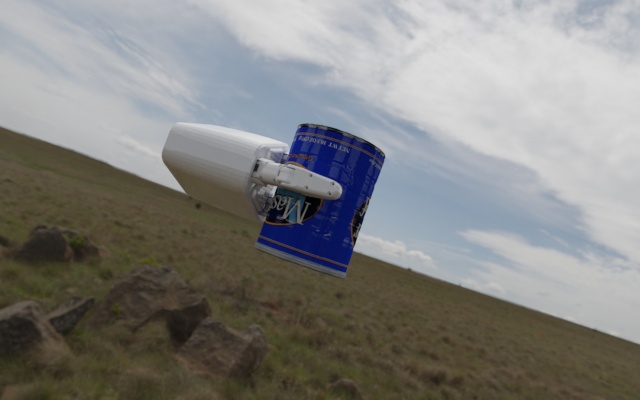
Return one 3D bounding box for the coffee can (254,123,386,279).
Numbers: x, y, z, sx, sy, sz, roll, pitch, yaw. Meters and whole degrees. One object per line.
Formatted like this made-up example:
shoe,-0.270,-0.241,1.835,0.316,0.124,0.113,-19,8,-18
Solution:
coffee can,0.000,0.002,0.517,0.103,0.140,0.103,19,-6,2
